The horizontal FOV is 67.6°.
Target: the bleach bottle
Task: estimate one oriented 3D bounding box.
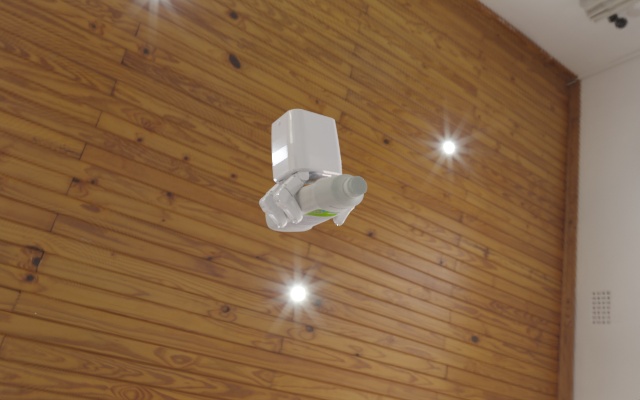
[{"bbox_3d":[0.000,0.003,0.799,0.102,0.068,0.251,0,-11,-31],"label":"bleach bottle"}]
